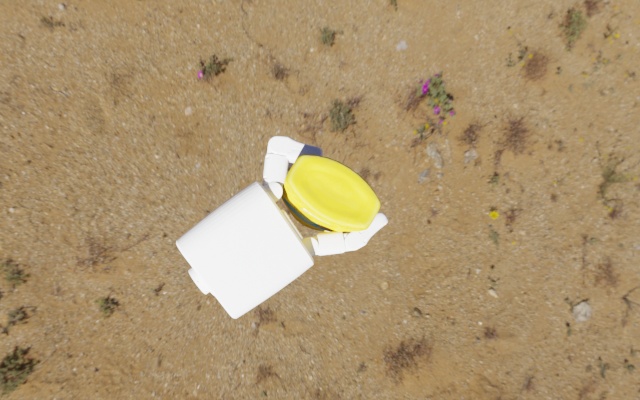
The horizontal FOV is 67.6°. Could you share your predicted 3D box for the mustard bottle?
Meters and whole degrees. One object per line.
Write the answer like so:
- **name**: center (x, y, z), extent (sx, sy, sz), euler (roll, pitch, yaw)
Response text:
- **mustard bottle**: center (0.000, 0.002, 0.550), extent (0.096, 0.058, 0.191), euler (30, -10, -4)
